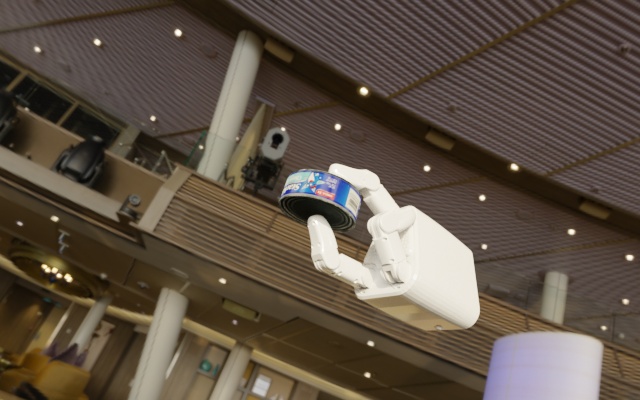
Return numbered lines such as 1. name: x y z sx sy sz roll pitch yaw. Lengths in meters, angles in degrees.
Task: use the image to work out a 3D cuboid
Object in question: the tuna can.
1. tuna can: 0.000 0.001 0.516 0.086 0.033 0.086 15 -24 7
